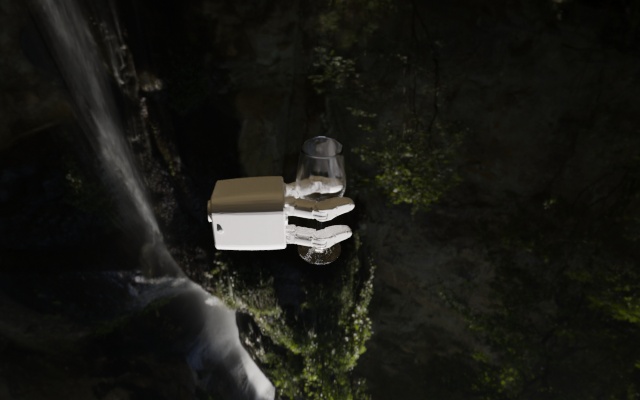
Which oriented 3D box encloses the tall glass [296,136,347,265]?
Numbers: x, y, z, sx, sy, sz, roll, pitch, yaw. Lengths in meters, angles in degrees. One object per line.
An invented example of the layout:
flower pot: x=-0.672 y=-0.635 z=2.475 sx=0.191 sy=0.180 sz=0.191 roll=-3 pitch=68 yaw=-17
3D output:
tall glass: x=0.000 y=0.003 z=0.746 sx=0.079 sy=0.201 sz=0.079 roll=1 pitch=37 yaw=-1
